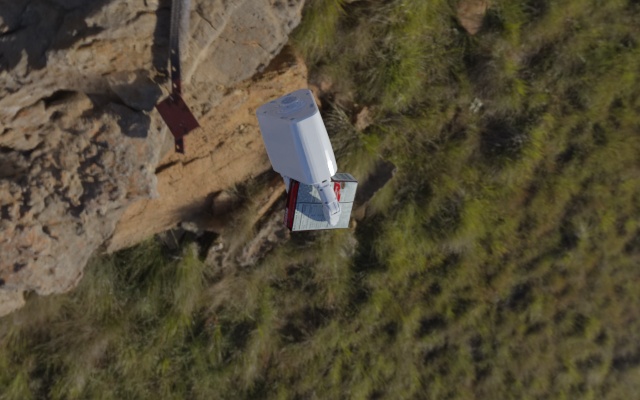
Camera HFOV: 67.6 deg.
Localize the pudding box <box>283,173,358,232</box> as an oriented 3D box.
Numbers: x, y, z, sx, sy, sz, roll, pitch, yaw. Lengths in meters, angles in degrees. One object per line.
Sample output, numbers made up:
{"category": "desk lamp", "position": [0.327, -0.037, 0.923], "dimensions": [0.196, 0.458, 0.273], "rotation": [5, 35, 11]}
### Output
{"category": "pudding box", "position": [0.000, 0.003, 0.782], "dimensions": [0.113, 0.090, 0.039], "rotation": [-1, 25, -27]}
